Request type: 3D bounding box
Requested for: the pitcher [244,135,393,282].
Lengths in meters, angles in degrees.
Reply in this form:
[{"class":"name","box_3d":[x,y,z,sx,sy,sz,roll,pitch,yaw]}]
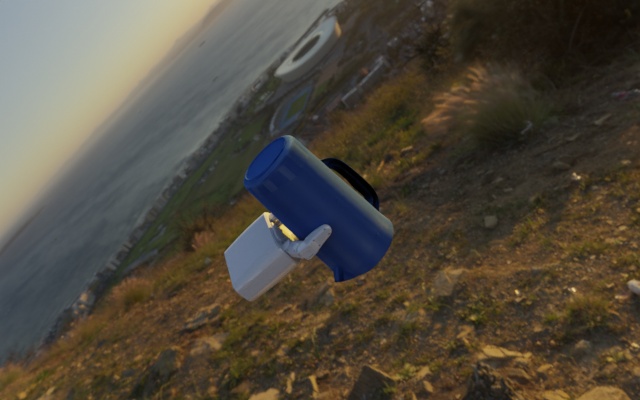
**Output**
[{"class":"pitcher","box_3d":[0.000,0.003,0.782,0.243,0.145,0.149,43,11,-24]}]
